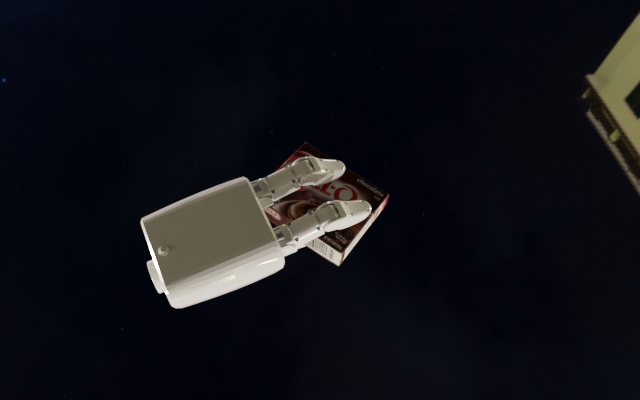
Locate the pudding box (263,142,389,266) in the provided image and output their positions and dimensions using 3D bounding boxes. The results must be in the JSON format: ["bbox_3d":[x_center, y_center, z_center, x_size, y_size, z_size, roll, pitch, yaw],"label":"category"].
[{"bbox_3d":[0.000,0.002,0.503,0.113,0.090,0.039,34,-29,12],"label":"pudding box"}]
